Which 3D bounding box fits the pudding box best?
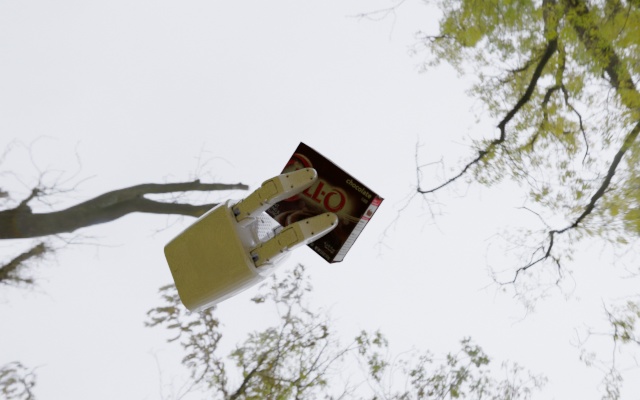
[{"bbox_3d":[0.000,0.002,0.528,0.113,0.090,0.039,36,10,21],"label":"pudding box"}]
